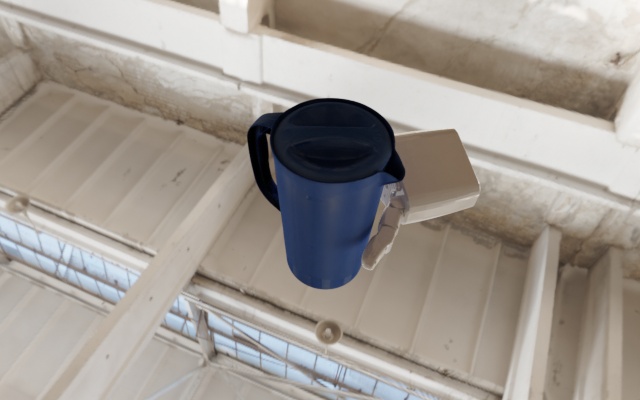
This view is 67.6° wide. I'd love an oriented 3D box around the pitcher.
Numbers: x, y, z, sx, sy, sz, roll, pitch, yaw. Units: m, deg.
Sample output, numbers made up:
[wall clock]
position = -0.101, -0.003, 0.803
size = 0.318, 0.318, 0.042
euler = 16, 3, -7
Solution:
[pitcher]
position = 0.000, 0.002, 0.592
size = 0.145, 0.149, 0.243
euler = -14, -38, -14
